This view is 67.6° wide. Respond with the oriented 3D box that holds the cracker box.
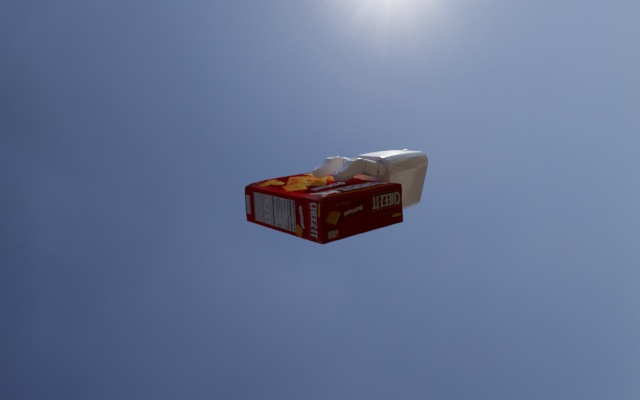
[{"bbox_3d":[0.000,0.003,0.775,0.164,0.072,0.213,-13,14,-37],"label":"cracker box"}]
